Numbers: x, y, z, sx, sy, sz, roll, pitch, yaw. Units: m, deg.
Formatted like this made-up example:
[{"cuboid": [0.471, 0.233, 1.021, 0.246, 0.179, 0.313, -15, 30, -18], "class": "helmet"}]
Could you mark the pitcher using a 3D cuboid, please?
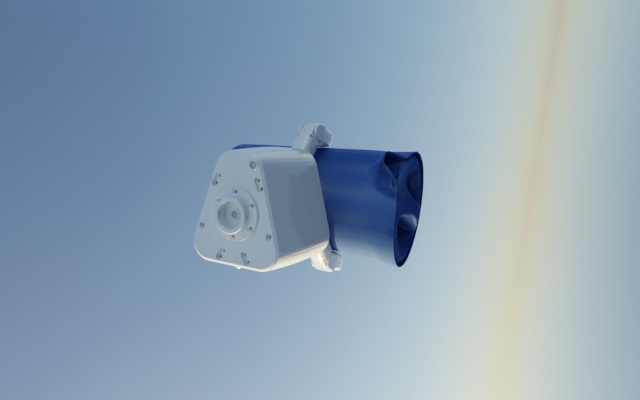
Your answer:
[{"cuboid": [0.000, 0.002, 0.595, 0.243, 0.149, 0.145, 9, 9, 23], "class": "pitcher"}]
